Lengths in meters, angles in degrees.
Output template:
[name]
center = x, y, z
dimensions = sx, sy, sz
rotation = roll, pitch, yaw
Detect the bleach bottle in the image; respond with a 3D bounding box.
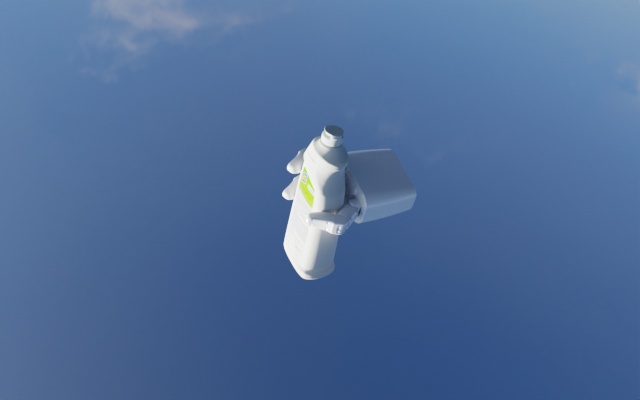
[bleach bottle]
center = 0.000, 0.002, 0.742
dimensions = 0.068, 0.251, 0.102
rotation = -11, 45, -28
